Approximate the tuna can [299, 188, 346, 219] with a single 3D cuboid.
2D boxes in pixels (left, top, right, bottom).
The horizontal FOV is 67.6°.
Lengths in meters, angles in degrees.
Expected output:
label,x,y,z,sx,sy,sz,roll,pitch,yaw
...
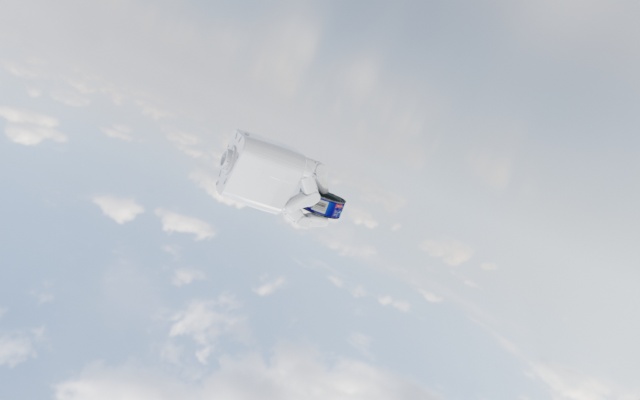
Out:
label,x,y,z,sx,sy,sz,roll,pitch,yaw
tuna can,0.000,0.003,0.853,0.086,0.034,0.086,19,9,-3
